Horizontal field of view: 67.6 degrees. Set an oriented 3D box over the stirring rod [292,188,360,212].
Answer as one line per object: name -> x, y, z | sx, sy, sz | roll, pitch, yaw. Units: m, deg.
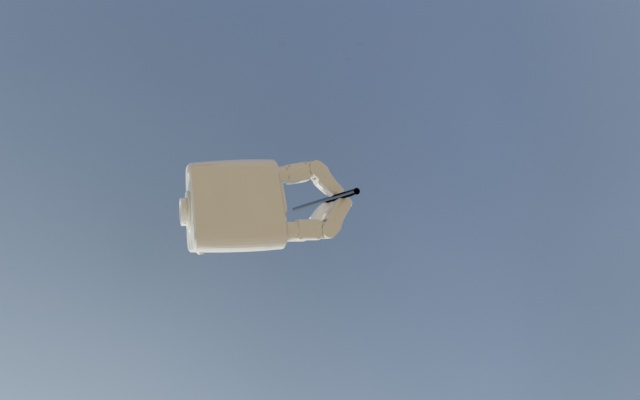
stirring rod -> 0.000, 0.002, 0.665 | 0.011, 0.011, 0.239 | 0, -6, -21
